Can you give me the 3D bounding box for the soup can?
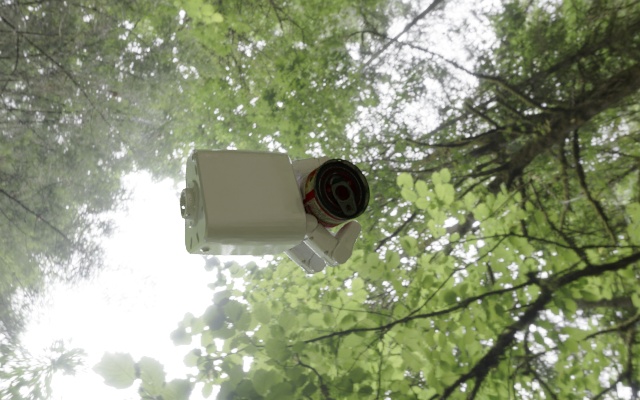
[{"bbox_3d":[0.000,0.002,0.544,0.068,0.068,0.102,0,-17,-29],"label":"soup can"}]
